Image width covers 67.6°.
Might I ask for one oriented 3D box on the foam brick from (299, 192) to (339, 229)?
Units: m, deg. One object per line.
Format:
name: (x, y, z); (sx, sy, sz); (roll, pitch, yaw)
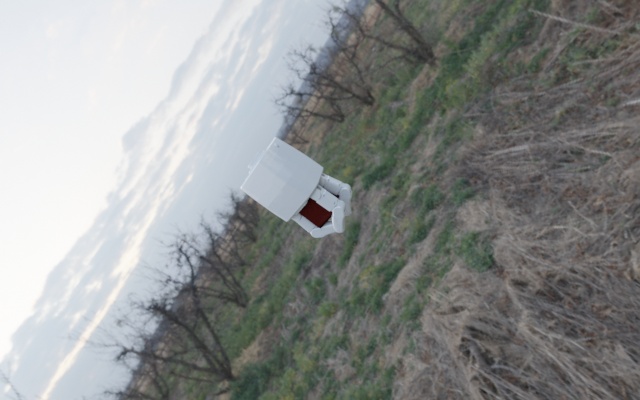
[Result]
foam brick: (0.000, 0.003, 0.880); (0.051, 0.053, 0.078); (37, 25, -9)
